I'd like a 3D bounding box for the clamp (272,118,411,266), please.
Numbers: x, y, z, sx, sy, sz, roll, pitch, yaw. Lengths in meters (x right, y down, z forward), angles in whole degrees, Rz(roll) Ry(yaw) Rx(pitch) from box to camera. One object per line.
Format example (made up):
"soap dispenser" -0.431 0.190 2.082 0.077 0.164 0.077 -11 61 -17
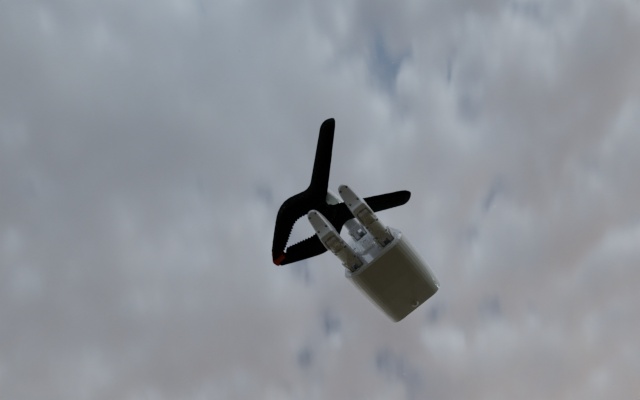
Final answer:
"clamp" 0.000 0.002 0.662 0.210 0.164 0.036 -40 16 4
